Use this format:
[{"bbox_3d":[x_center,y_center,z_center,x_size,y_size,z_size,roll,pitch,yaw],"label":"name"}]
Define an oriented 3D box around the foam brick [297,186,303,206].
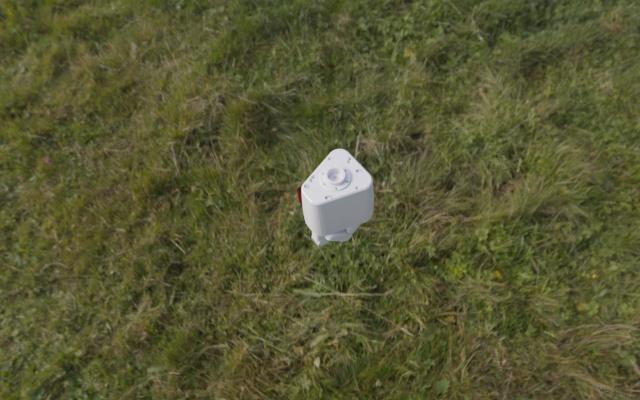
[{"bbox_3d":[0.000,0.003,0.878,0.053,0.078,0.051,-34,-27,-14],"label":"foam brick"}]
